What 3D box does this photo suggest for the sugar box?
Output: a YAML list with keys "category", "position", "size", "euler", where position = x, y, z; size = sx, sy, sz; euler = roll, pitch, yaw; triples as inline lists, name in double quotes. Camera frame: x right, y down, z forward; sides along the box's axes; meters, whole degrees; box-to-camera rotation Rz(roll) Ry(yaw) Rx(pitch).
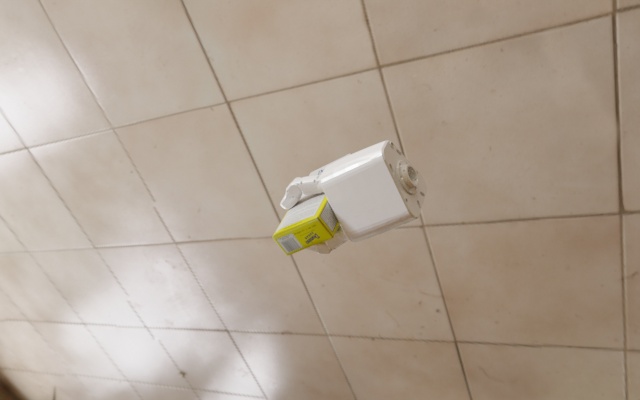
- category: "sugar box"
  position: [0.001, 0.003, 0.738]
  size: [0.093, 0.048, 0.176]
  euler: [-23, 22, 35]
